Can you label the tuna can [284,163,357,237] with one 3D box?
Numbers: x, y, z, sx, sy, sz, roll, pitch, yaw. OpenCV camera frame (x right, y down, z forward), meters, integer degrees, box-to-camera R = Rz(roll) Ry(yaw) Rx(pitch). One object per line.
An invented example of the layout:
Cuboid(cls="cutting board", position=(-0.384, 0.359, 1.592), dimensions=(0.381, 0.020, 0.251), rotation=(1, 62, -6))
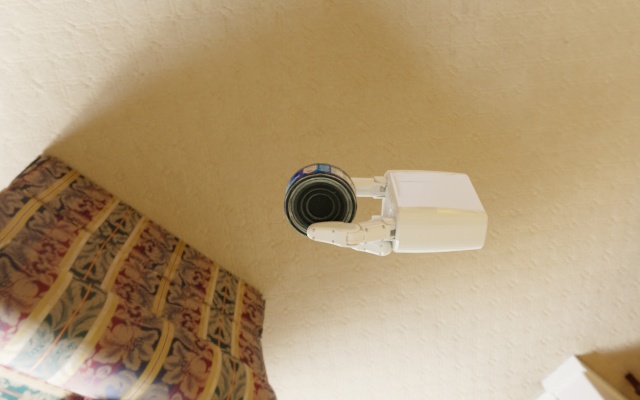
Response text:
Cuboid(cls="tuna can", position=(0.000, 0.002, 0.558), dimensions=(0.086, 0.086, 0.033), rotation=(0, 23, 1))
